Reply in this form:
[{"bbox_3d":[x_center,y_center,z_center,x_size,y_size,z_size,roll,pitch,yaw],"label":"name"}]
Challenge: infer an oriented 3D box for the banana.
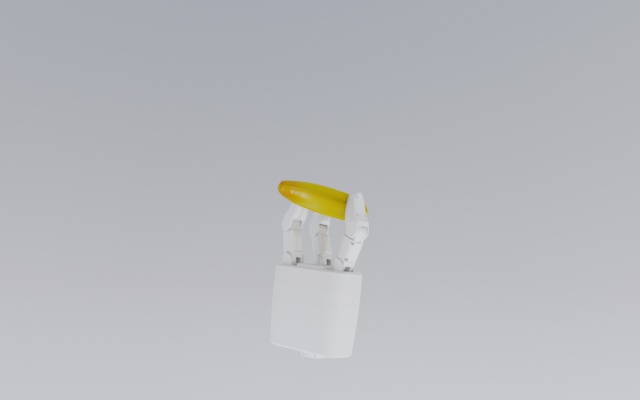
[{"bbox_3d":[0.018,0.005,0.640,0.069,0.037,0.198,10,-3,27],"label":"banana"}]
